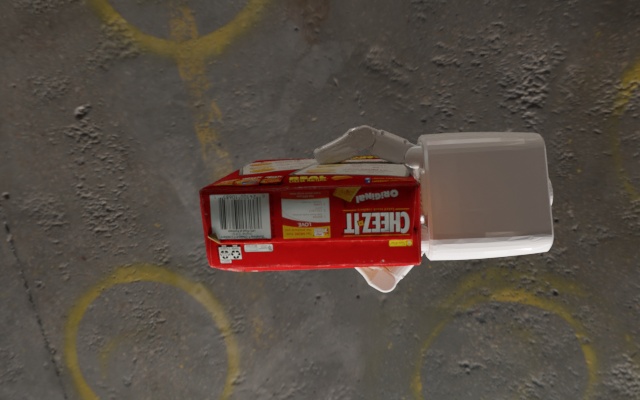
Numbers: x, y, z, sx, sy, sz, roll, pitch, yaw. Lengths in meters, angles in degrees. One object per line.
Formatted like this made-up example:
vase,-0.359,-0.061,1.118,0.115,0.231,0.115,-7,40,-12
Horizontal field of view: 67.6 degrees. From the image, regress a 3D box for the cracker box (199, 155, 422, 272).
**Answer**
cracker box,0.000,0.001,0.452,0.164,0.072,0.213,-2,10,4
